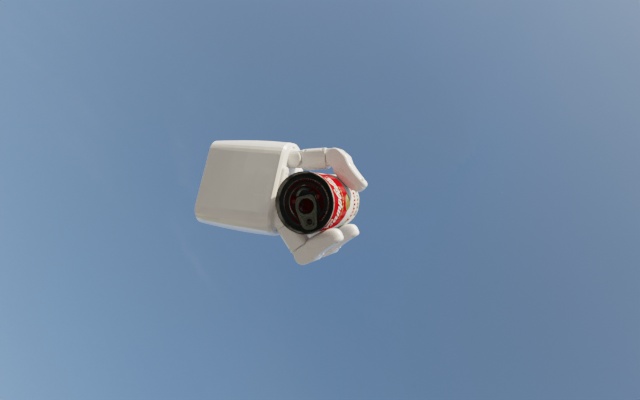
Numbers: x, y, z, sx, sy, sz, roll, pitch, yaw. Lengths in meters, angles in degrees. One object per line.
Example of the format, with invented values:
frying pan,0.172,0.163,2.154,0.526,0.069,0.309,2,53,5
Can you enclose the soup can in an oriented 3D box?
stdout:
soup can,0.001,0.002,0.552,0.068,0.068,0.102,0,1,21
